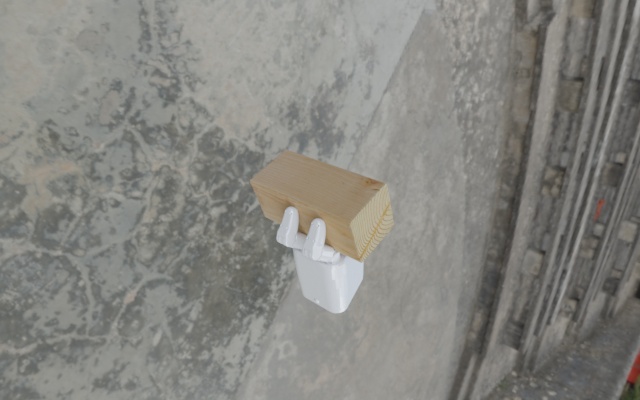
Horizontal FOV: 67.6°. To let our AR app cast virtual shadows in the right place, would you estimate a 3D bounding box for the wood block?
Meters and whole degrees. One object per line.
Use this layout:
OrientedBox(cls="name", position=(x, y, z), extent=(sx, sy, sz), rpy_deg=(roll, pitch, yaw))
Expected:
OrientedBox(cls="wood block", position=(0.001, 0.003, 0.747), extent=(0.206, 0.090, 0.090), rpy_deg=(22, 54, 37))
